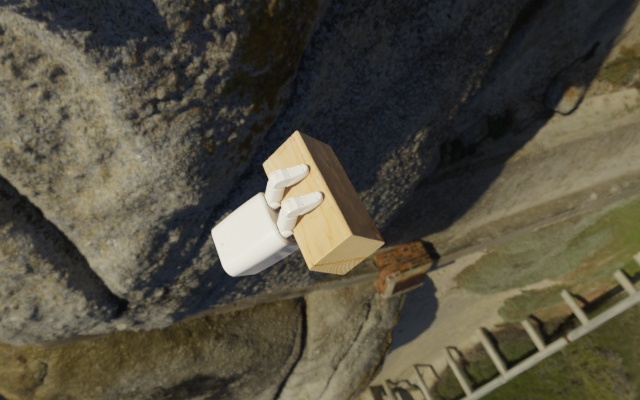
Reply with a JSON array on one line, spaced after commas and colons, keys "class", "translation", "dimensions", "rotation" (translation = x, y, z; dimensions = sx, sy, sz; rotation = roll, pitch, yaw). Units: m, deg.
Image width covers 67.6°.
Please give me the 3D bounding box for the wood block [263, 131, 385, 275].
[{"class": "wood block", "translation": [0.000, 0.003, 0.748], "dimensions": [0.090, 0.206, 0.091], "rotation": [-42, -34, 23]}]
